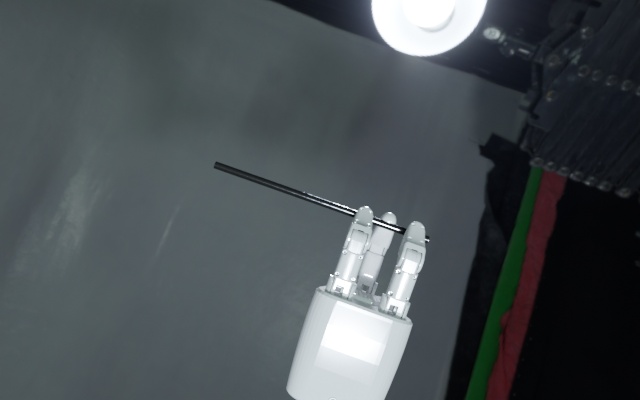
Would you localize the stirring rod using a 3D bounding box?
[{"bbox_3d":[0.000,0.002,0.509,0.239,0.011,0.011,19,1,2],"label":"stirring rod"}]
